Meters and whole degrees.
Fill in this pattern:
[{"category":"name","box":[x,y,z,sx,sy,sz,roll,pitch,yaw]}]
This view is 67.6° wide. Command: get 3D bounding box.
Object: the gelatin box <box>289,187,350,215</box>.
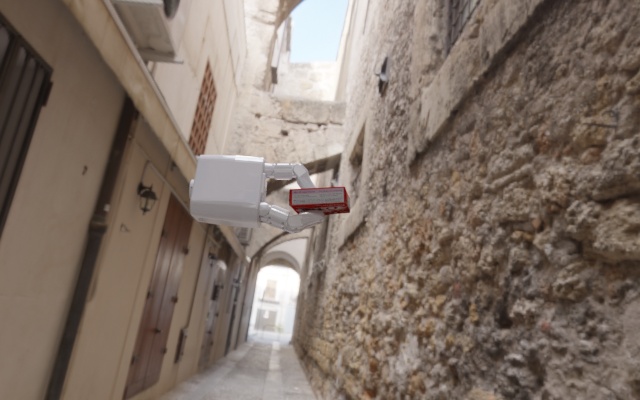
[{"category":"gelatin box","box":[0.000,0.002,0.757,0.089,0.030,0.073,-3,-14,8]}]
